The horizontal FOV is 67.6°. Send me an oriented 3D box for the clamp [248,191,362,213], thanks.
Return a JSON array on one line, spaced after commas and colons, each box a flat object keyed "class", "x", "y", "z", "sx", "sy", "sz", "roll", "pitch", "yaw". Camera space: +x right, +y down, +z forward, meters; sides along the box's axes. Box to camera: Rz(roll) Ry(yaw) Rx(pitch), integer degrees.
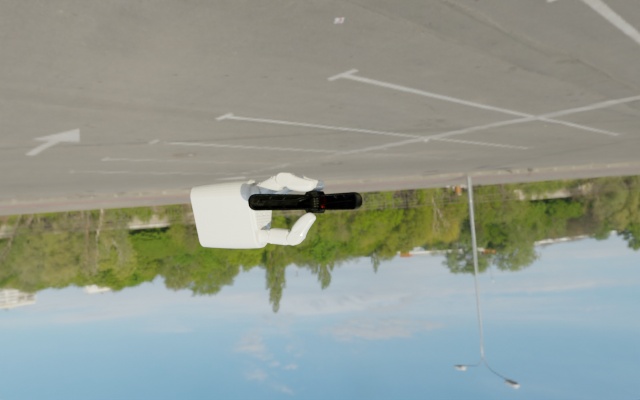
[{"class": "clamp", "x": 0.000, "y": 0.003, "z": 0.760, "sx": 0.164, "sy": 0.036, "sz": 0.210, "roll": 0, "pitch": -1, "yaw": 16}]
